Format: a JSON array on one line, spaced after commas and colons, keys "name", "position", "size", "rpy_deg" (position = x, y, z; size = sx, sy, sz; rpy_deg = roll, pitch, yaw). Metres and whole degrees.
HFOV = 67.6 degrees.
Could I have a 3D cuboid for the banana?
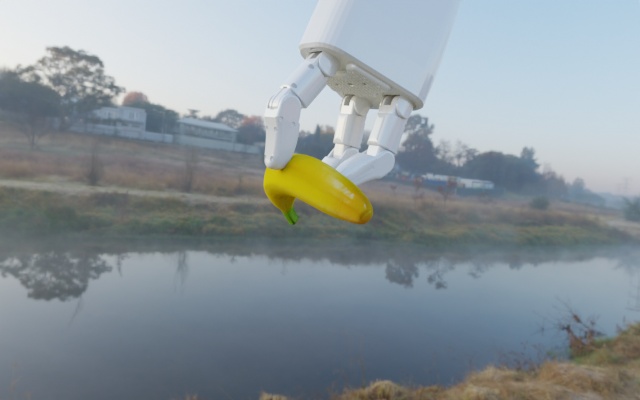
[{"name": "banana", "position": [-0.014, -0.011, 0.412], "size": [0.069, 0.037, 0.198], "rpy_deg": [44, -13, -12]}]
